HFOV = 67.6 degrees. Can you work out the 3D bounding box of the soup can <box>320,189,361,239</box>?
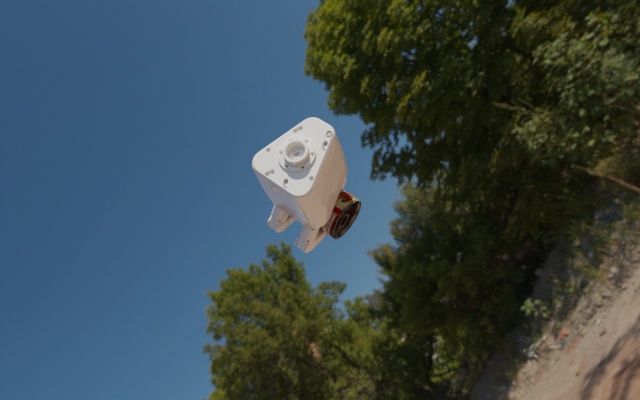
[{"bbox_3d":[0.000,0.002,0.713,0.102,0.068,0.068,34,13,21],"label":"soup can"}]
